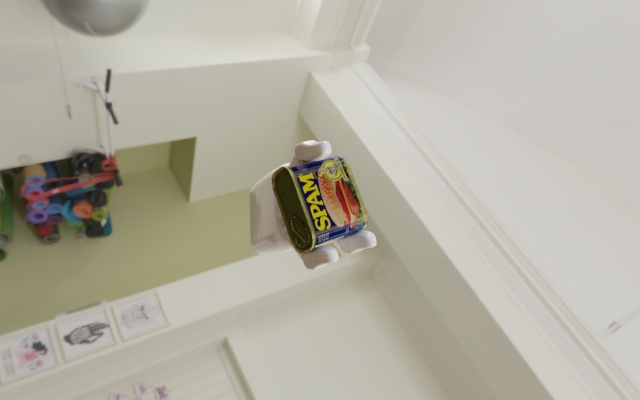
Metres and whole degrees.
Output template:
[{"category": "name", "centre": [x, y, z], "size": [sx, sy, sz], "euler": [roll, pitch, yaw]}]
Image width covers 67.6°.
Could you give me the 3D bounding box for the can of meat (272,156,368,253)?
[{"category": "can of meat", "centre": [0.000, 0.002, 0.576], "size": [0.084, 0.102, 0.057], "euler": [-16, -7, -31]}]
